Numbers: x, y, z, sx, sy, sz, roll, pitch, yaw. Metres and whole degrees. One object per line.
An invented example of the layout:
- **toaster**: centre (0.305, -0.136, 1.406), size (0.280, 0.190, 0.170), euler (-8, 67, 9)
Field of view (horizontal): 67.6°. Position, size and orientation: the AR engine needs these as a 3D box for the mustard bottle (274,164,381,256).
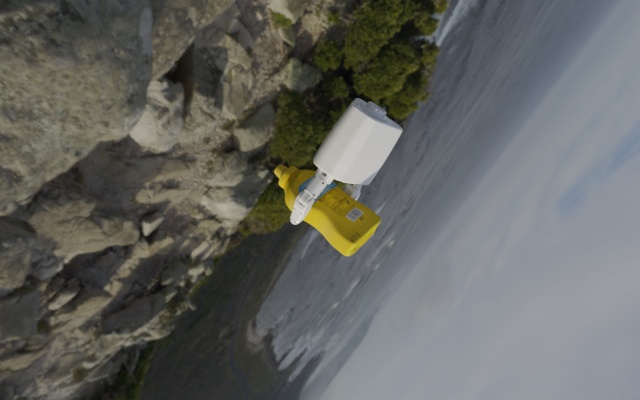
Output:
- **mustard bottle**: centre (0.000, 0.003, 0.783), size (0.191, 0.058, 0.096), euler (39, 44, 14)
